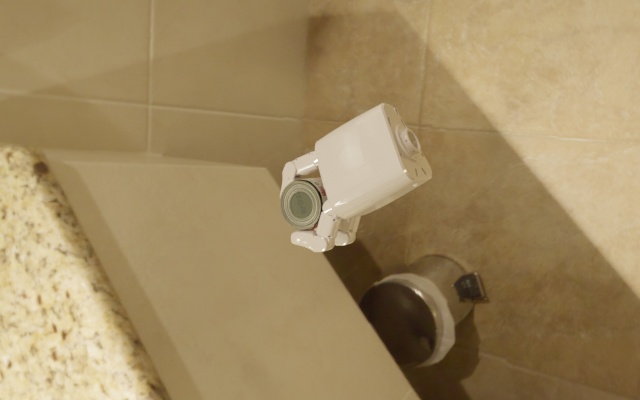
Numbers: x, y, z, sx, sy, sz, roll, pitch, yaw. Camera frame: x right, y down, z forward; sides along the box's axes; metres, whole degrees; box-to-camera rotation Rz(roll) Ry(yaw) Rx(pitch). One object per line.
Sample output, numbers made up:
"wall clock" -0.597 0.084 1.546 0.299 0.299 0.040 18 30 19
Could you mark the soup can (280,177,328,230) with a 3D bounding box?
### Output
"soup can" 0.000 0.002 0.657 0.068 0.068 0.102 0 5 32
